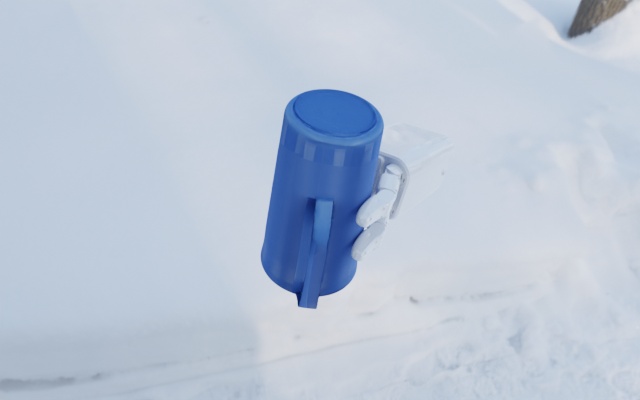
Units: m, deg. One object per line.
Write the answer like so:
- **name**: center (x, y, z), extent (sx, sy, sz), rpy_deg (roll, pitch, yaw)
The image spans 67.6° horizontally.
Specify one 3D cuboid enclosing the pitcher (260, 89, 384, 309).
- **pitcher**: center (0.000, 0.002, 0.573), extent (0.145, 0.243, 0.149), rpy_deg (-26, 53, -34)
